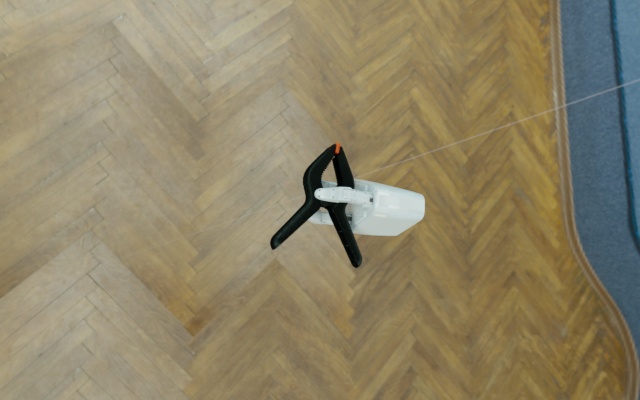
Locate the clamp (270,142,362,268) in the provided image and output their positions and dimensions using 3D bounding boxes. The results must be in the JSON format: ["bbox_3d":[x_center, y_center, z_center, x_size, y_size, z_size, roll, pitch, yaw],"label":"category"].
[{"bbox_3d":[0.001,0.002,0.801,0.164,0.210,0.036,8,-11,-24],"label":"clamp"}]
